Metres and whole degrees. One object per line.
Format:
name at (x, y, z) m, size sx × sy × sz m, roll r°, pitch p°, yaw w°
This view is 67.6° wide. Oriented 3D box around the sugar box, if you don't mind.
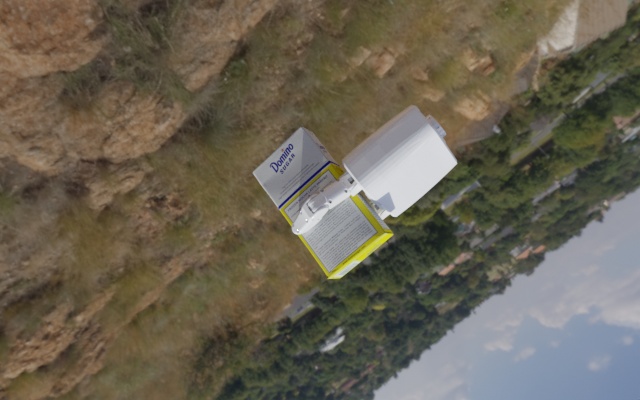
sugar box at (0.000, 0.002, 0.605) m, size 0.093 × 0.176 × 0.048 m, roll -41°, pitch -21°, yaw 13°
